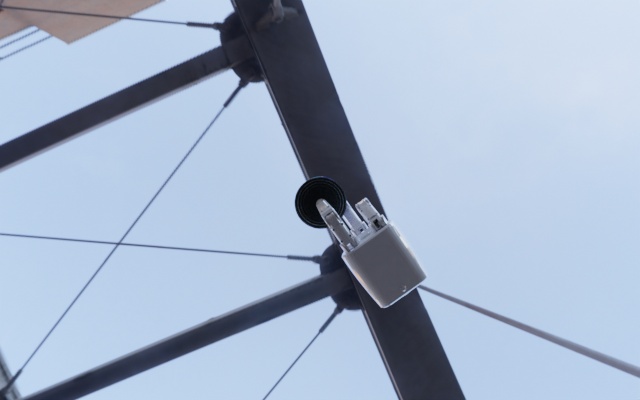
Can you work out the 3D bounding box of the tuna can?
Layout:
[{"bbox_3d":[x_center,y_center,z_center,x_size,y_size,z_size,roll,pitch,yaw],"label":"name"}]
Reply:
[{"bbox_3d":[0.000,0.002,0.797,0.086,0.086,0.033,0,6,0],"label":"tuna can"}]
